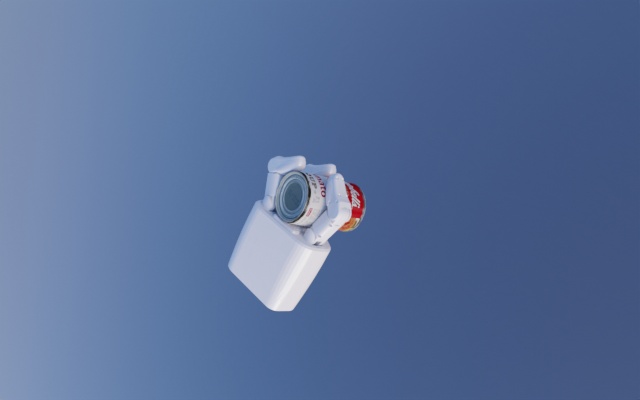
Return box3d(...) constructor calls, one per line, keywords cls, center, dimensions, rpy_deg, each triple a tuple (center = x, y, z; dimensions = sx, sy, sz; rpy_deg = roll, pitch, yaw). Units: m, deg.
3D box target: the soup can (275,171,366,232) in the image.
box3d(cls="soup can", center=(0.000, 0.002, 0.623), dimensions=(0.102, 0.068, 0.068), rpy_deg=(11, -8, -42))
